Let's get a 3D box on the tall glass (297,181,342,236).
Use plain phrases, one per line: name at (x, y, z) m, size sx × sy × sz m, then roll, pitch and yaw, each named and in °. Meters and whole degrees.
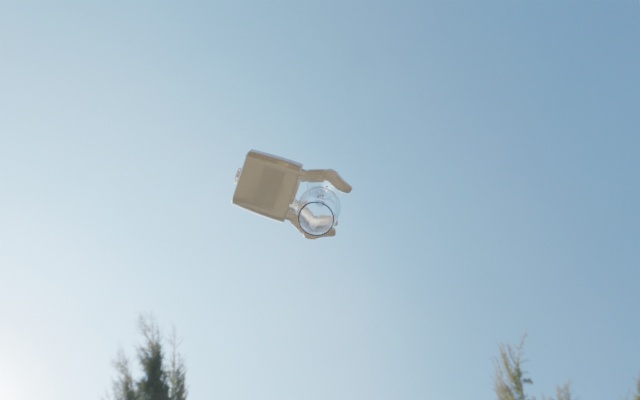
tall glass at (0.000, 0.003, 0.900) m, size 0.079 × 0.079 × 0.201 m, roll 0°, pitch 17°, yaw 4°
